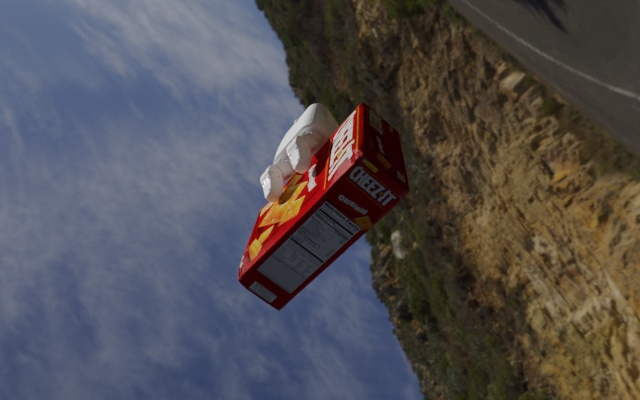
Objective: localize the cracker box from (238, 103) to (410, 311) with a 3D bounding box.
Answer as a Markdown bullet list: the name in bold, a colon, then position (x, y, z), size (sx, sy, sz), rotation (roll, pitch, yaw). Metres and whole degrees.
- **cracker box**: position (0.000, 0.002, 0.567), size (0.072, 0.214, 0.164), rotation (37, 25, -16)
